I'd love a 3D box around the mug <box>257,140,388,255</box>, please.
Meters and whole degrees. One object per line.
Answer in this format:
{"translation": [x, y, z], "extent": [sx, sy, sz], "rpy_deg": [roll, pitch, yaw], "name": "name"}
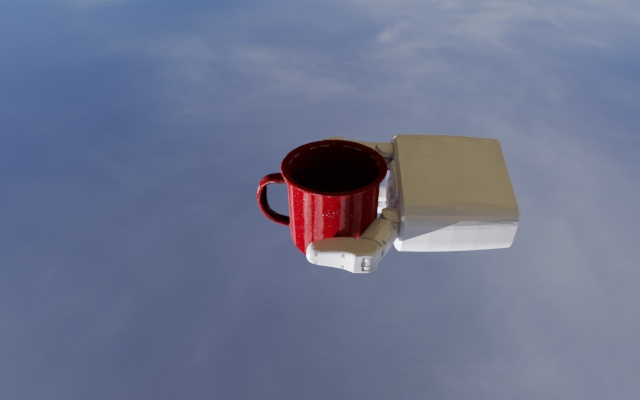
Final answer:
{"translation": [-0.001, 0.002, 0.439], "extent": [0.117, 0.082, 0.093], "rpy_deg": [1, 36, 2], "name": "mug"}
